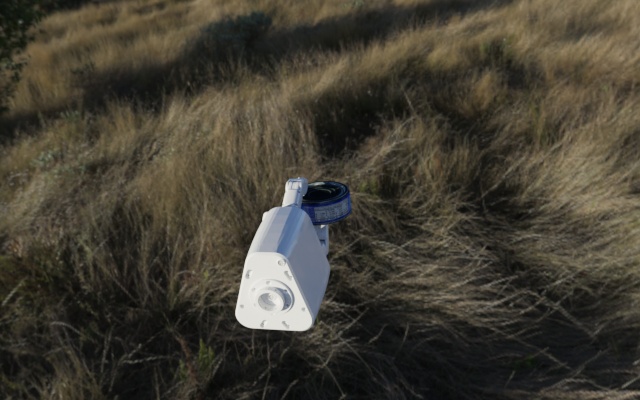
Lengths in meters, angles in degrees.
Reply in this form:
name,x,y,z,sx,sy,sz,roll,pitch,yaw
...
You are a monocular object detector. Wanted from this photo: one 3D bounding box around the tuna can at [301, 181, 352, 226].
name,x,y,z,sx,sy,sz,roll,pitch,yaw
tuna can,0.000,0.002,0.674,0.086,0.034,0.086,-6,22,2
